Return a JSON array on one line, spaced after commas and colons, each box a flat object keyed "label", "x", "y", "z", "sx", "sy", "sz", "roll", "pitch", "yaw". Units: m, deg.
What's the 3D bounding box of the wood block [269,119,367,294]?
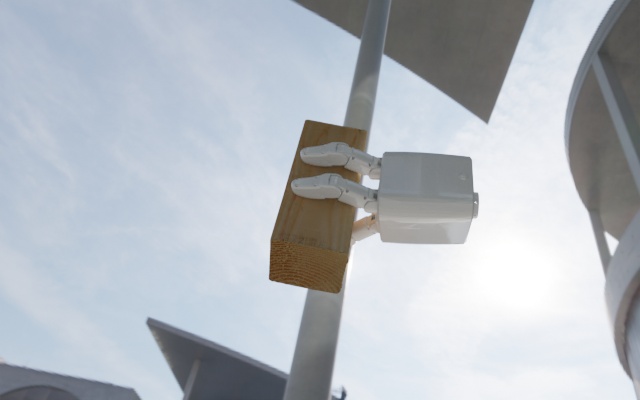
[{"label": "wood block", "x": 0.000, "y": 0.002, "z": 0.613, "sx": 0.090, "sy": 0.206, "sz": 0.091, "roll": 11, "pitch": -41, "yaw": 2}]
